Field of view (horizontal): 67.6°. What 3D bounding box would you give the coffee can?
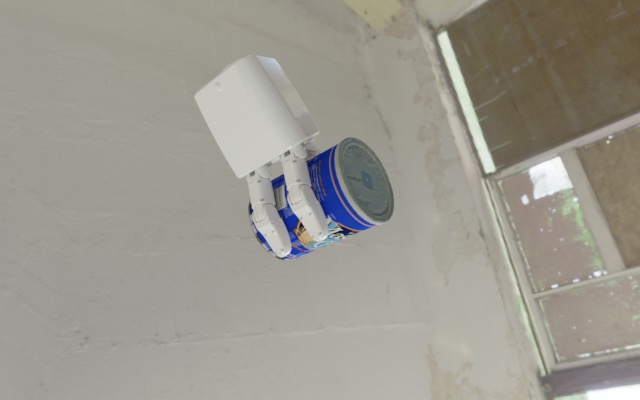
[{"bbox_3d":[0.000,0.002,0.563,0.140,0.102,0.103,-26,-15,33],"label":"coffee can"}]
